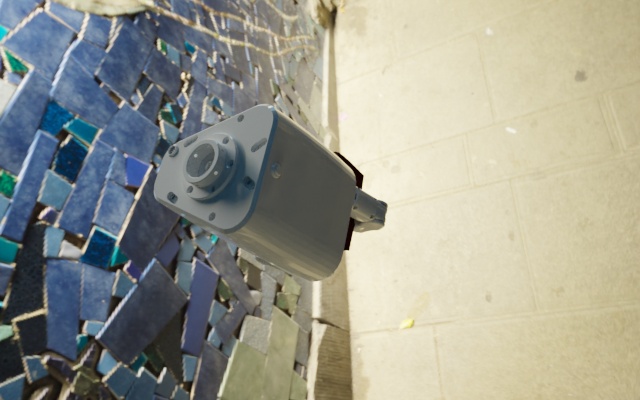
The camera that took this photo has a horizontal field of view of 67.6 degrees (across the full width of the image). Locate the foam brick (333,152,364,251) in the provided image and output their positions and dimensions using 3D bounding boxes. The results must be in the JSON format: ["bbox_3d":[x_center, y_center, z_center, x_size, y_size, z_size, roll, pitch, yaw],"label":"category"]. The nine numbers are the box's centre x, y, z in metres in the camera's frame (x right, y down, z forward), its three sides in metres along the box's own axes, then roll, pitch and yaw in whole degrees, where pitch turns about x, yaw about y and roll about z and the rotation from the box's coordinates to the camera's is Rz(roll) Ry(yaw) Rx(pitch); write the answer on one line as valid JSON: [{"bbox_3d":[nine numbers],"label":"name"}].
[{"bbox_3d":[0.000,0.001,0.432,0.053,0.078,0.051,-1,-23,34],"label":"foam brick"}]
